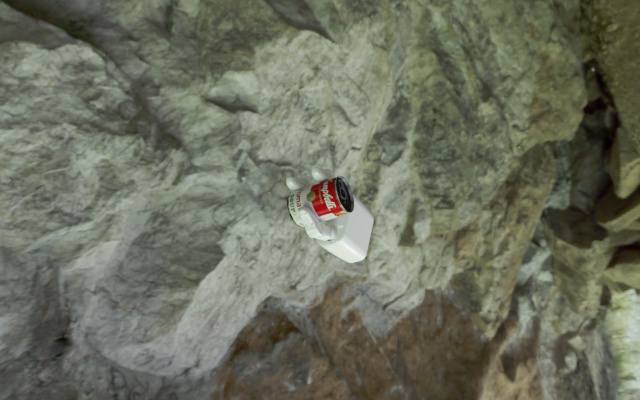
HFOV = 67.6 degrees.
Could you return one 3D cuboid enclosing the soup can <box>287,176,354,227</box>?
[{"bbox_3d":[0.000,0.003,0.854,0.102,0.068,0.068,-18,-8,26],"label":"soup can"}]
